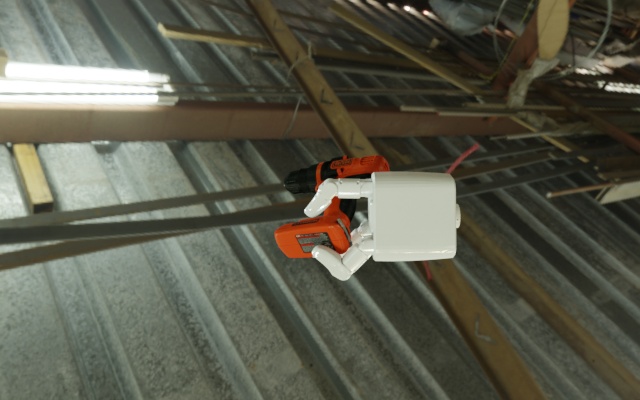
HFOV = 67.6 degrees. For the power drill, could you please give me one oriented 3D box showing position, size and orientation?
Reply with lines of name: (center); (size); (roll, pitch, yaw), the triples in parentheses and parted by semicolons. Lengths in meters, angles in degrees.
power drill: (0.000, 0.003, 0.723); (0.184, 0.057, 0.187); (-9, 36, 29)
